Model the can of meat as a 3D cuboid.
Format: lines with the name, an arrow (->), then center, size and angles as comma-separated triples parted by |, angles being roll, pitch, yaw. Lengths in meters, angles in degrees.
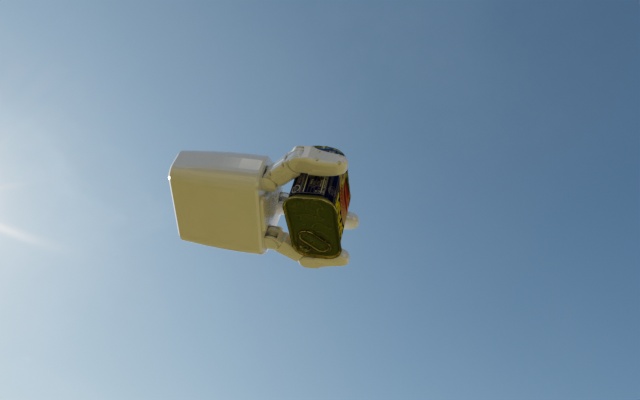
can of meat -> 0.000, 0.001, 0.536 | 0.057, 0.084, 0.102 | 4, -41, 12
